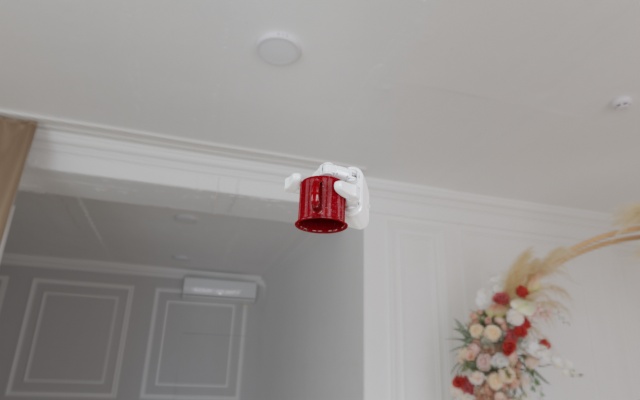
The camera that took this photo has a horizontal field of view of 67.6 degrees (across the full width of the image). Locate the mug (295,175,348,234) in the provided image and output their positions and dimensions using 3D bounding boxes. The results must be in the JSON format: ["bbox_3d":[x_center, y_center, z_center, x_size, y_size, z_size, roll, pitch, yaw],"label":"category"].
[{"bbox_3d":[0.000,0.002,0.832,0.093,0.081,0.117,-3,-21,12],"label":"mug"}]
